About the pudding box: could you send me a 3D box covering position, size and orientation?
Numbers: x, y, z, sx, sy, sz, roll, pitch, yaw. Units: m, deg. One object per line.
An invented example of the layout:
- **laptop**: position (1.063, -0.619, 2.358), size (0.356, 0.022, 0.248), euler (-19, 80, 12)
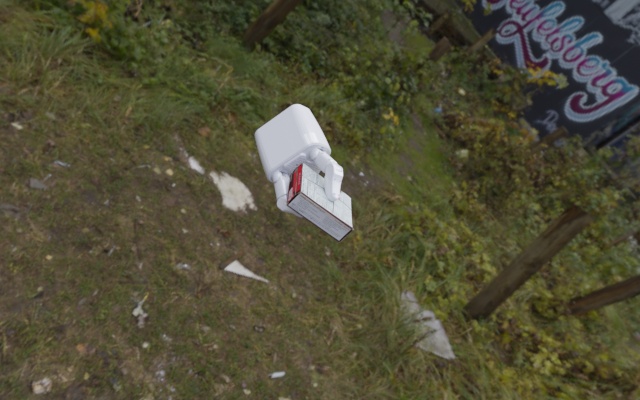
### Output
- **pudding box**: position (0.000, 0.002, 0.766), size (0.113, 0.039, 0.090), euler (34, 29, -20)
